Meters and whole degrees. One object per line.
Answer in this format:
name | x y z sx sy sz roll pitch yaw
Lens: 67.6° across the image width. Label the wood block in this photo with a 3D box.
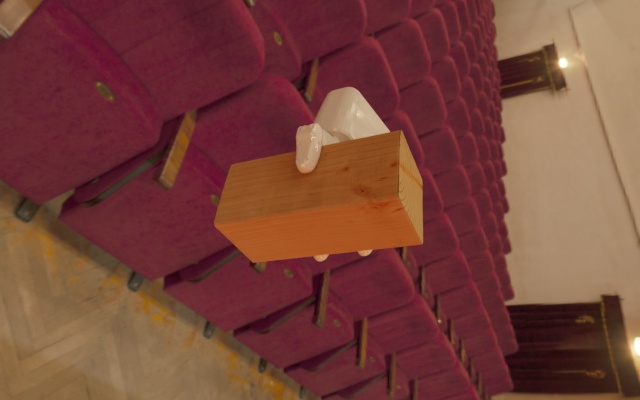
wood block | 0.000 0.001 0.529 0.206 0.090 0.091 -9 -39 23
